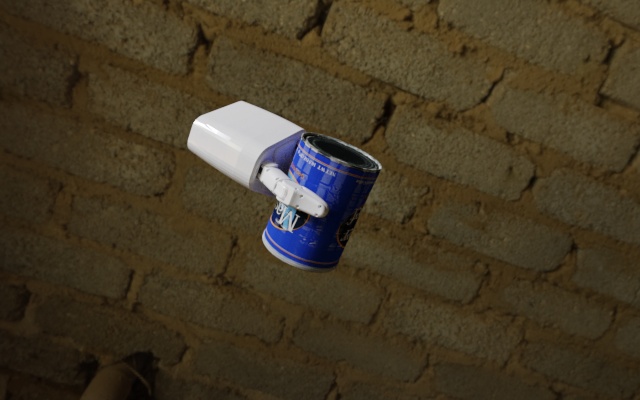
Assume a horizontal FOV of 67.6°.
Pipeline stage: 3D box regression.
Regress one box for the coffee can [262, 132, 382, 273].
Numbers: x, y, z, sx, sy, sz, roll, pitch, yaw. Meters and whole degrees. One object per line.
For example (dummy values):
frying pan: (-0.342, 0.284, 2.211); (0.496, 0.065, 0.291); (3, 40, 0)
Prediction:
coffee can: (0.000, 0.002, 0.584); (0.103, 0.140, 0.102); (20, 19, -7)
